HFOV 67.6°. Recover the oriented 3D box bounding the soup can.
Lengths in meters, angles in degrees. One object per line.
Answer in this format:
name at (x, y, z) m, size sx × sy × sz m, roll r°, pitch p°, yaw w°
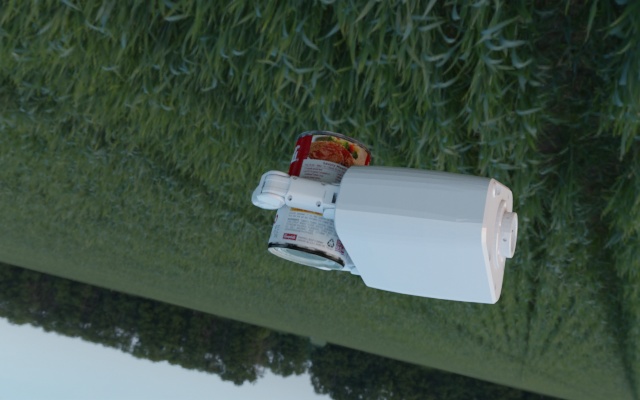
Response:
soup can at (0.000, 0.002, 0.408) m, size 0.068 × 0.102 × 0.068 m, roll 13°, pitch -16°, yaw 4°
